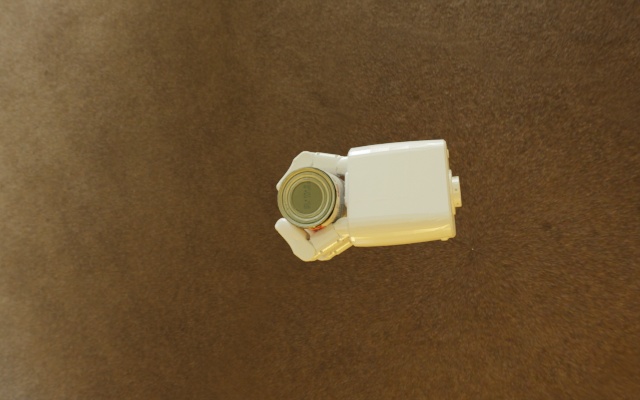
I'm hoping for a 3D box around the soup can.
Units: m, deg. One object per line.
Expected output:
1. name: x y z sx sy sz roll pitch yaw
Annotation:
1. soup can: 0.000 0.002 0.548 0.068 0.068 0.102 0 -6 18
